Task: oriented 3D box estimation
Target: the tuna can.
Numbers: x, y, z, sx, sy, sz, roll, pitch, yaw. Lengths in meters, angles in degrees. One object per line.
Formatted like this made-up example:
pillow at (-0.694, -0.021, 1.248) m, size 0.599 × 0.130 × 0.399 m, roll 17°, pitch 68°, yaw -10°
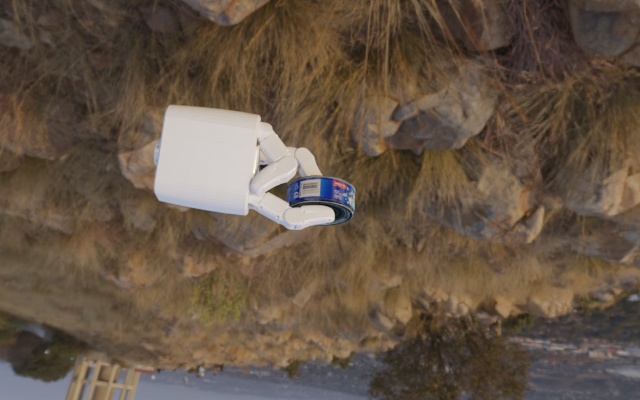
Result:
tuna can at (0.000, 0.002, 0.593) m, size 0.086 × 0.033 × 0.086 m, roll 2°, pitch -23°, yaw 1°
